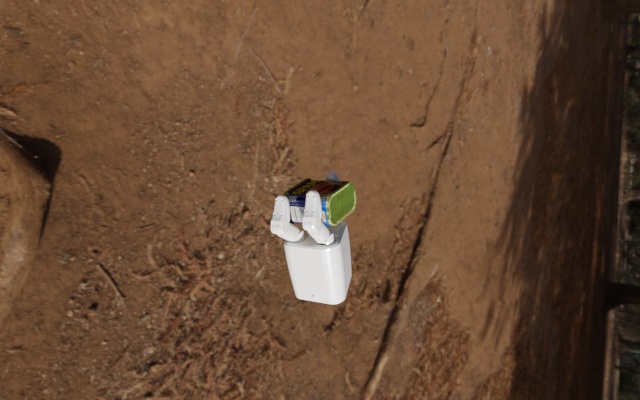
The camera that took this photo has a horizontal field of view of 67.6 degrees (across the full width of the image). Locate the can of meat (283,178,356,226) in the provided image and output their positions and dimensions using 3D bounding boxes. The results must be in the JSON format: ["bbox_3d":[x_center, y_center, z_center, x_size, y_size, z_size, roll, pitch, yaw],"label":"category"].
[{"bbox_3d":[0.000,0.002,0.771,0.084,0.057,0.102,3,21,29],"label":"can of meat"}]
